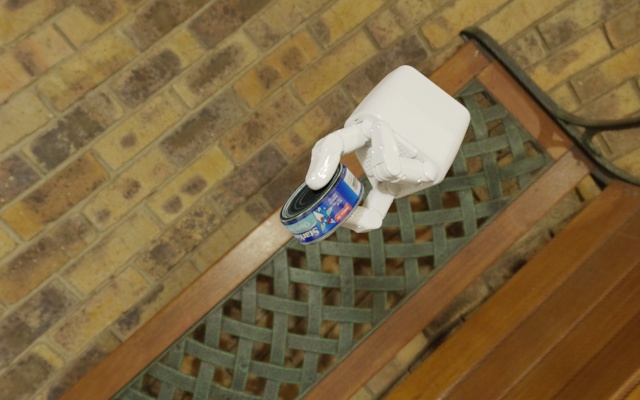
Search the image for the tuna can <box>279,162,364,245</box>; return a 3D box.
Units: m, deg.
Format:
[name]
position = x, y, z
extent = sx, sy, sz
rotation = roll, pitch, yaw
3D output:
[tuna can]
position = 0.000, 0.001, 0.474
extent = 0.034, 0.086, 0.086
rotation = 47, -19, -19
